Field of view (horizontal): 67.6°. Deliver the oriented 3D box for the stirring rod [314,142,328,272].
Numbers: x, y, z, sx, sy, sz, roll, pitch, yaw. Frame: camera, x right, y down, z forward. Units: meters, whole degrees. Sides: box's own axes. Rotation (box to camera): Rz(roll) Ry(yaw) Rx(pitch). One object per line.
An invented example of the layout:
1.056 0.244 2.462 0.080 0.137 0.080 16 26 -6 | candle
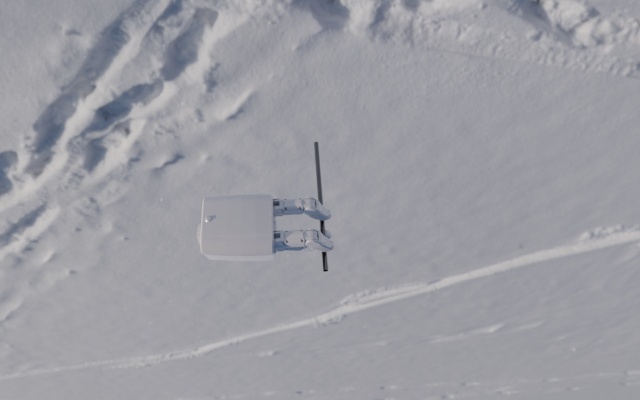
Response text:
0.000 0.002 0.785 0.011 0.239 0.011 -3 -30 -2 | stirring rod
